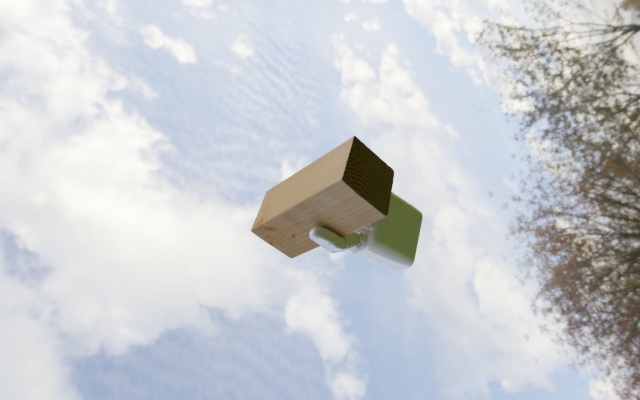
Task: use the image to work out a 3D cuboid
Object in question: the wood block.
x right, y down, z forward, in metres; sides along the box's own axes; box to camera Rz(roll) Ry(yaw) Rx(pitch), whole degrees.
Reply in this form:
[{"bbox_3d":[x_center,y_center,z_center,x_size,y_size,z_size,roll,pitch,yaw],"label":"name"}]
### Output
[{"bbox_3d":[0.000,0.003,0.718,0.090,0.090,0.206,38,-44,-25],"label":"wood block"}]
